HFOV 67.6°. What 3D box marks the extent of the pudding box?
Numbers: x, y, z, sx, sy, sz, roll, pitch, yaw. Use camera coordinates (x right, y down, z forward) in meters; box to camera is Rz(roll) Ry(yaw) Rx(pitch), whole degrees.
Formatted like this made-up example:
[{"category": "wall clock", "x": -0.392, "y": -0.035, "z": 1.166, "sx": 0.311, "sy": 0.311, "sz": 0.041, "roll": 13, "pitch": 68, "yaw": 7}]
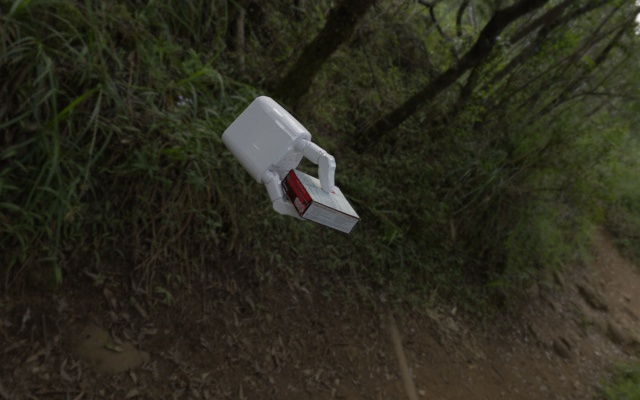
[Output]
[{"category": "pudding box", "x": 0.000, "y": 0.002, "z": 0.767, "sx": 0.113, "sy": 0.039, "sz": 0.090, "roll": 20, "pitch": 26, "yaw": -39}]
